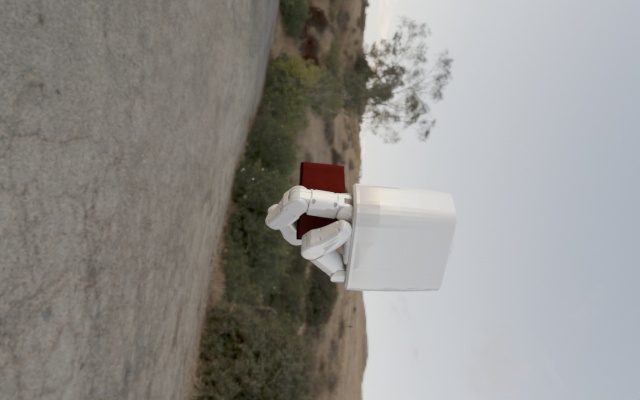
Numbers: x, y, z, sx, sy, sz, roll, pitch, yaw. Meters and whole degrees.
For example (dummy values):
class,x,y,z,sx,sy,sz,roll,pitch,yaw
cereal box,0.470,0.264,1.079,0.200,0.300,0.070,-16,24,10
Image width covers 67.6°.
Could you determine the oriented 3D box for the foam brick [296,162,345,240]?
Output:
class,x,y,z,sx,sy,sz,roll,pitch,yaw
foam brick,0.000,0.001,0.544,0.051,0.078,0.053,3,-44,-2
